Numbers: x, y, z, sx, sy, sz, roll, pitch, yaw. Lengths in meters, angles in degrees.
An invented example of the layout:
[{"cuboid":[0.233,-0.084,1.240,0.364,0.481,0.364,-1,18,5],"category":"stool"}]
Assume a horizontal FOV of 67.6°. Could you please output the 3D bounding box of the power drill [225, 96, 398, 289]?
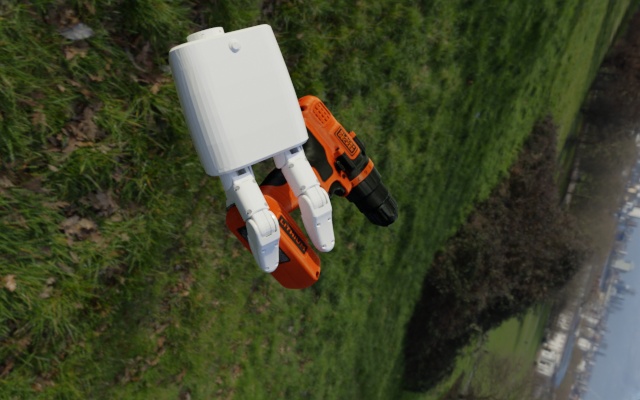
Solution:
[{"cuboid":[0.000,0.002,0.510,0.057,0.184,0.187,-26,22,44],"category":"power drill"}]
